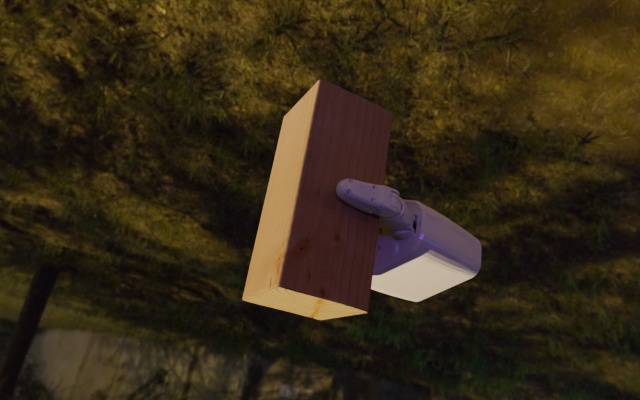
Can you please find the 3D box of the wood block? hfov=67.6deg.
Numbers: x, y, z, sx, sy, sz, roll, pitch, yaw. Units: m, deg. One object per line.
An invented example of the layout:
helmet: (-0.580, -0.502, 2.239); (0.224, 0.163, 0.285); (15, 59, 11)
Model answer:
wood block: (0.001, 0.002, 0.469); (0.090, 0.206, 0.091); (20, -26, -23)
